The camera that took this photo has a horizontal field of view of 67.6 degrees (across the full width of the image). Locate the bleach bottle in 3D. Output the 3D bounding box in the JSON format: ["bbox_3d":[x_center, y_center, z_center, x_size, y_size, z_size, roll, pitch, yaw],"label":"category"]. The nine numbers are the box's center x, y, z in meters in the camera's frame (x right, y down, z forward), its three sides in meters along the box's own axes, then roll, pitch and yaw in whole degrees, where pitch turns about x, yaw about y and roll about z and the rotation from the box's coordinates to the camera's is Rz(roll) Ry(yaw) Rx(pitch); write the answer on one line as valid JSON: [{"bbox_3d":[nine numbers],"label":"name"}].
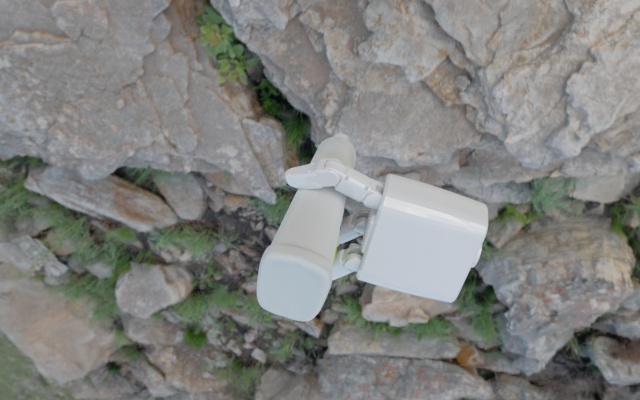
[{"bbox_3d":[0.000,0.002,0.530,0.068,0.103,0.250,17,45,1],"label":"bleach bottle"}]
